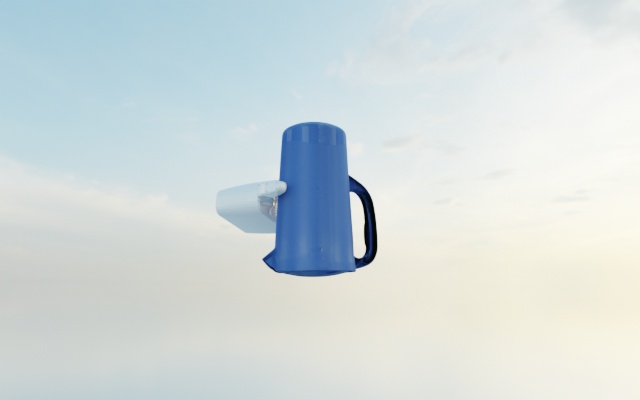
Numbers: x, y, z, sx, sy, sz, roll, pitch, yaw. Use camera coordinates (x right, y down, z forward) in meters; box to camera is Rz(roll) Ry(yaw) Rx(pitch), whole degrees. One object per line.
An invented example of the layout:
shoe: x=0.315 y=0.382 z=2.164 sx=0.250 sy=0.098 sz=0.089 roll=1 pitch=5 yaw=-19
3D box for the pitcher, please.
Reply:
pitcher: x=0.000 y=0.003 z=0.781 sx=0.145 sy=0.242 sz=0.149 roll=-6 pitch=-12 yaw=32
